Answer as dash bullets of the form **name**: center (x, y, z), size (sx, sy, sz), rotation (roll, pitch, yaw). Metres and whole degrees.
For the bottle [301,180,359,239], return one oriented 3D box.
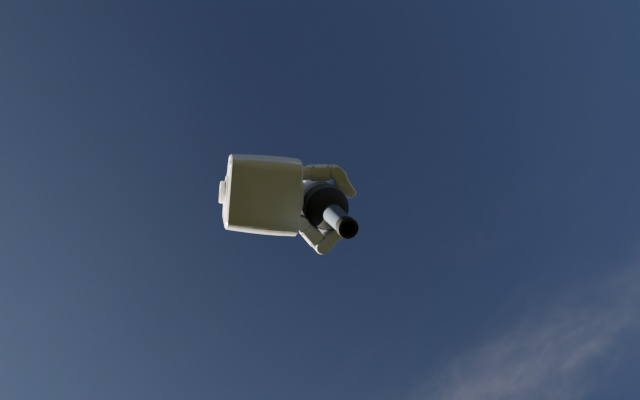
- **bottle**: center (0.000, 0.002, 0.743), size (0.069, 0.069, 0.295), rotation (0, 13, -14)
